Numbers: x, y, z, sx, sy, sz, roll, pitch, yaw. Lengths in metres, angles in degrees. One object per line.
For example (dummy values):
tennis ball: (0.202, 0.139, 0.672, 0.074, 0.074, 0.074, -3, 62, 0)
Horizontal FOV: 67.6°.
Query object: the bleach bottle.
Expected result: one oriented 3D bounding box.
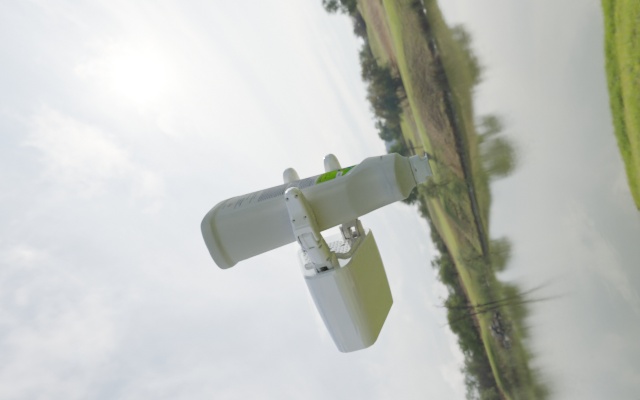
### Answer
bleach bottle: (0.000, 0.002, 0.532, 0.251, 0.068, 0.102, -17, 16, 13)
